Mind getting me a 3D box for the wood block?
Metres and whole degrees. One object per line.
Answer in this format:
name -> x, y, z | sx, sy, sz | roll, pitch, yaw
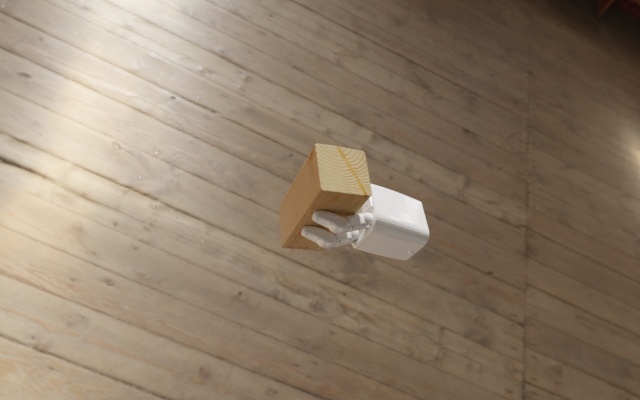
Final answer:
wood block -> 0.001, 0.002, 0.832 | 0.090, 0.090, 0.206 | 6, -33, -21
